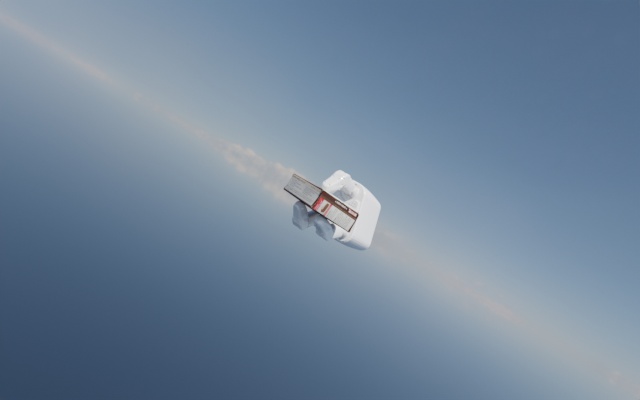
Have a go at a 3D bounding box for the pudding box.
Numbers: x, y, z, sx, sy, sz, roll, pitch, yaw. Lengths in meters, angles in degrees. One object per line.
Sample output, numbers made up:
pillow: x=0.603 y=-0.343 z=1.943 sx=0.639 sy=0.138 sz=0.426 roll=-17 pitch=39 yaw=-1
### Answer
pudding box: x=0.000 y=0.002 z=0.797 sx=0.090 sy=0.039 sz=0.113 roll=33 pitch=-2 yaw=-32
